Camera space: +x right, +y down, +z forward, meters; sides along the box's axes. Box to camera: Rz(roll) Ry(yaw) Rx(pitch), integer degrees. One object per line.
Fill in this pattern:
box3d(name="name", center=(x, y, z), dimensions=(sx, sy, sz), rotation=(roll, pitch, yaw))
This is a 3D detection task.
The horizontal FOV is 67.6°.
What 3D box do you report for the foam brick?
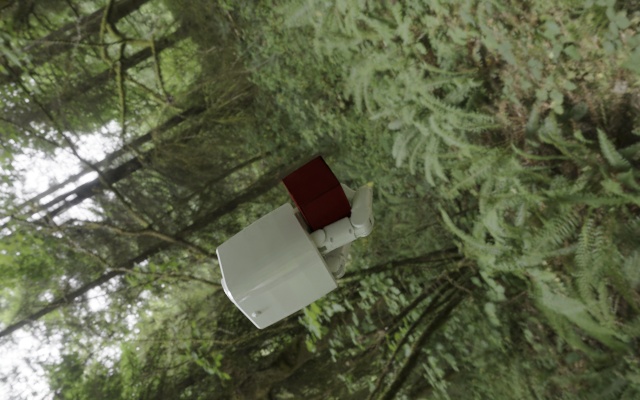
box3d(name="foam brick", center=(0.000, 0.001, 0.533), dimensions=(0.051, 0.053, 0.078), rotation=(-30, -43, -3))
